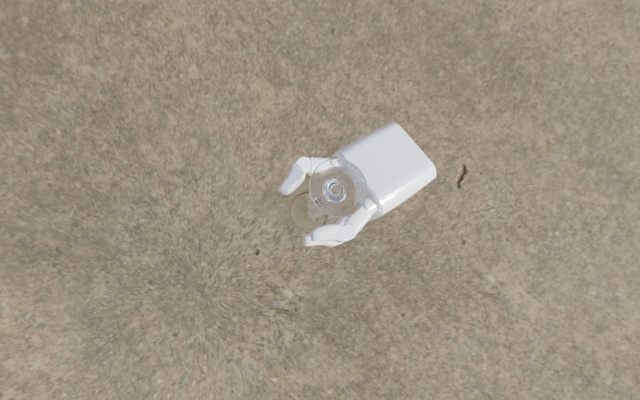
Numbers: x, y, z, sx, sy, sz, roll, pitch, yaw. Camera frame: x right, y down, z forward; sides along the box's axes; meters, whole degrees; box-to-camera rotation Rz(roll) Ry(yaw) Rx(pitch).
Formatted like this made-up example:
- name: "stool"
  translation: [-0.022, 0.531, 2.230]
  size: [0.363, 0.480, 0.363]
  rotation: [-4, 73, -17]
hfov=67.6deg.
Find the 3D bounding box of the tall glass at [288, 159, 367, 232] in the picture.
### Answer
- name: "tall glass"
  translation: [0.000, 0.002, 0.681]
  size: [0.079, 0.079, 0.201]
  rotation: [0, -11, -14]
